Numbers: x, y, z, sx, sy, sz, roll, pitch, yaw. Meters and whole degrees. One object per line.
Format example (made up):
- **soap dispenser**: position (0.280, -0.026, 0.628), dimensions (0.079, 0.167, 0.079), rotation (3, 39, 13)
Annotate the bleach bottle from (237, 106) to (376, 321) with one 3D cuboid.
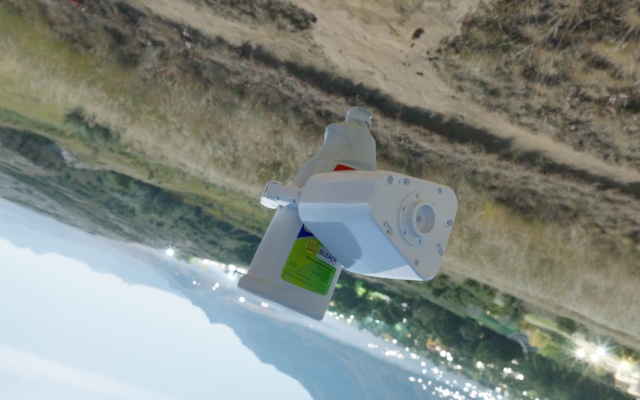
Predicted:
- **bleach bottle**: position (0.000, 0.002, 0.548), dimensions (0.102, 0.250, 0.068), rotation (30, -17, -31)
